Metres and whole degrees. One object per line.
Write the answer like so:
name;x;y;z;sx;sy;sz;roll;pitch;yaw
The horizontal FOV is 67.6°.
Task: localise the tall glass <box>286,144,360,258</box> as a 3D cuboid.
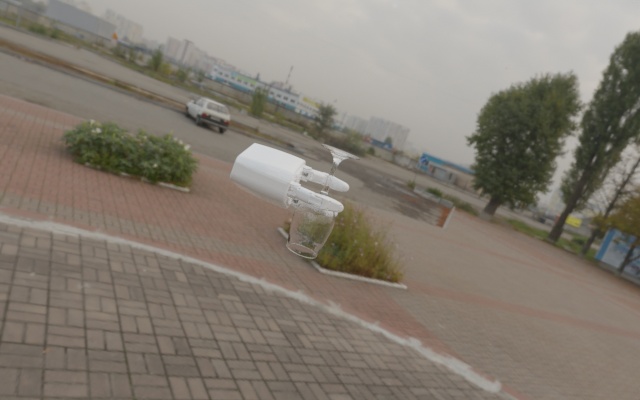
tall glass;0.001;0.002;0.875;0.079;0.201;0.079;21;9;-3
